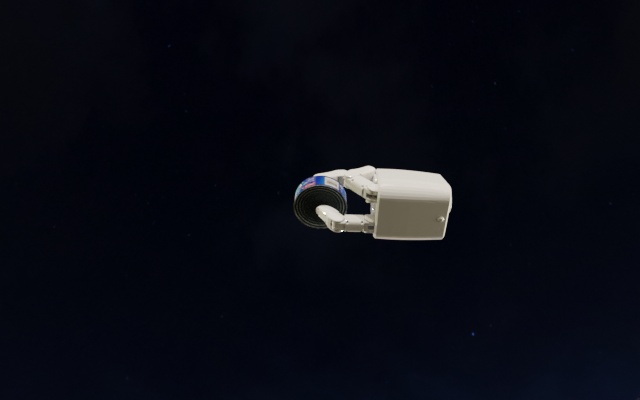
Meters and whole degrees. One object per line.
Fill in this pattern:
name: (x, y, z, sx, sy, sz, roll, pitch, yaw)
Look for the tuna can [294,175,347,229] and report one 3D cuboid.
tuna can: (0.000, 0.002, 0.776, 0.086, 0.086, 0.033, 0, 35, 1)
